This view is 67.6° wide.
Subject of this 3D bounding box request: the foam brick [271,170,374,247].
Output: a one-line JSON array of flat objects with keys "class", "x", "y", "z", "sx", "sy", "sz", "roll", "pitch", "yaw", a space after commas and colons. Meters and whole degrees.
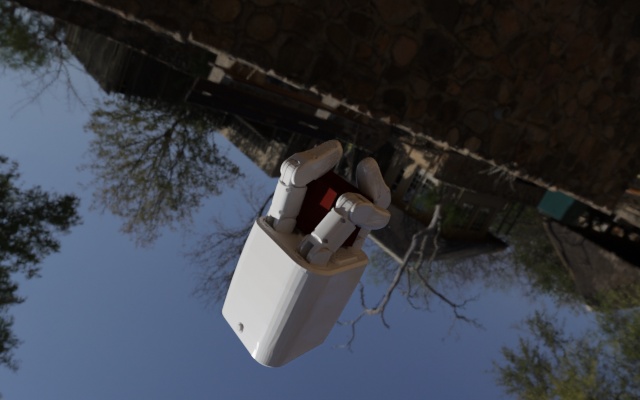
[{"class": "foam brick", "x": 0.000, "y": 0.001, "z": 0.457, "sx": 0.053, "sy": 0.051, "sz": 0.078, "roll": 9, "pitch": 22, "yaw": -44}]
